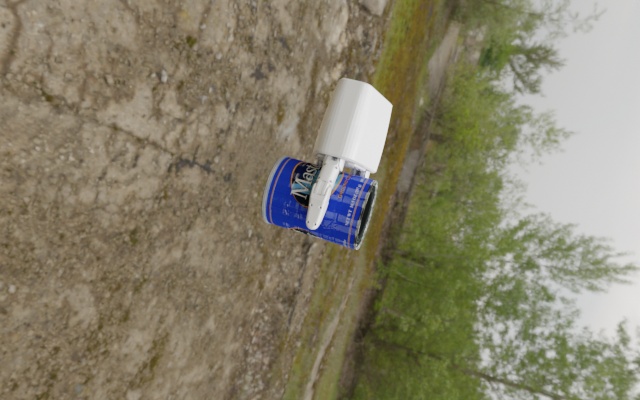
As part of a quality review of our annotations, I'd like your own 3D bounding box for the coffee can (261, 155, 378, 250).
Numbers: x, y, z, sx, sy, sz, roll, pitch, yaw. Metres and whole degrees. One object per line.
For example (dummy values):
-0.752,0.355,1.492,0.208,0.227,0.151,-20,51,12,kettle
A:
0.000,0.002,0.685,0.140,0.103,0.103,16,3,13,coffee can
